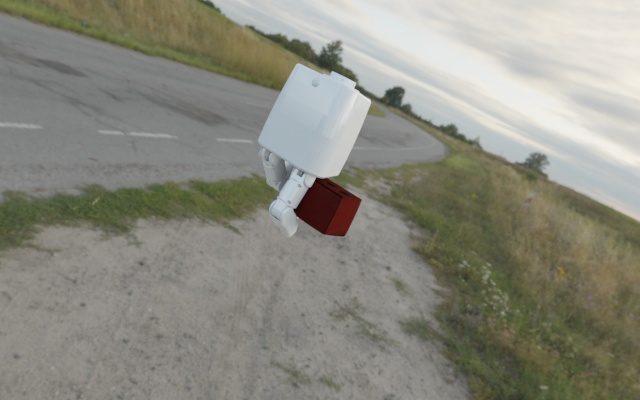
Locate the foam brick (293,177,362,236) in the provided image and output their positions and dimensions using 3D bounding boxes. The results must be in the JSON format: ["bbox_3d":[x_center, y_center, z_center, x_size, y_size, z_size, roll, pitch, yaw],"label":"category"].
[{"bbox_3d":[0.000,0.002,0.579,0.078,0.051,0.053,33,12,28],"label":"foam brick"}]
